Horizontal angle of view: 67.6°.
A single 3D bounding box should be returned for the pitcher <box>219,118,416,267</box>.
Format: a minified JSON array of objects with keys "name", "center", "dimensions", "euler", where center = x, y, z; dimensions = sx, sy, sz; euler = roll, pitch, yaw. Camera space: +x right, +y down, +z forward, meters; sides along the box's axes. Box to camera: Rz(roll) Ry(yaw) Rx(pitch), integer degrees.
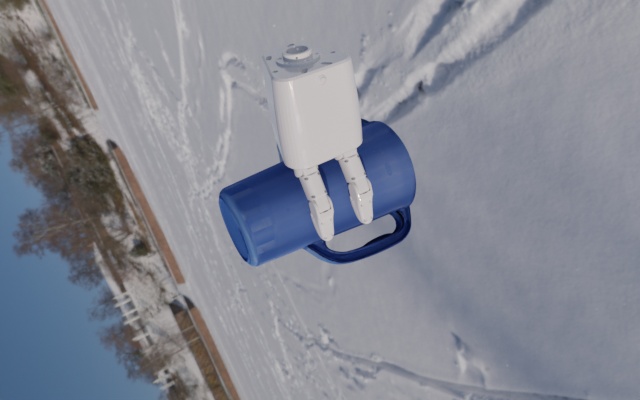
[{"name":"pitcher","center":[0.000,0.002,0.636],"dimensions":[0.243,0.145,0.149],"euler":[-24,40,-19]}]
